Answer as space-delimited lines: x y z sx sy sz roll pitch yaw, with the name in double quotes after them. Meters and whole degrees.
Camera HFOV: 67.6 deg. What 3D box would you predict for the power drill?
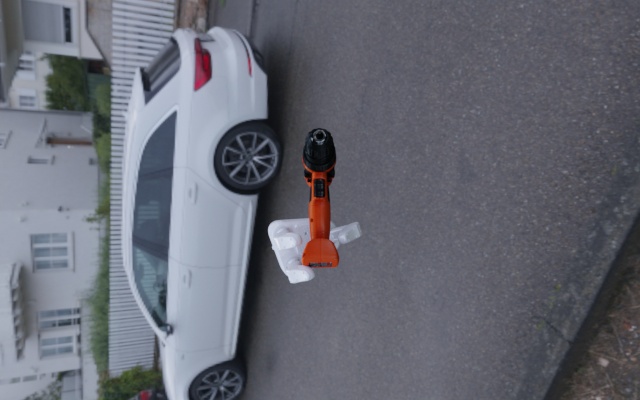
0.000 0.003 0.725 0.057 0.187 0.184 0 -16 2 "power drill"
